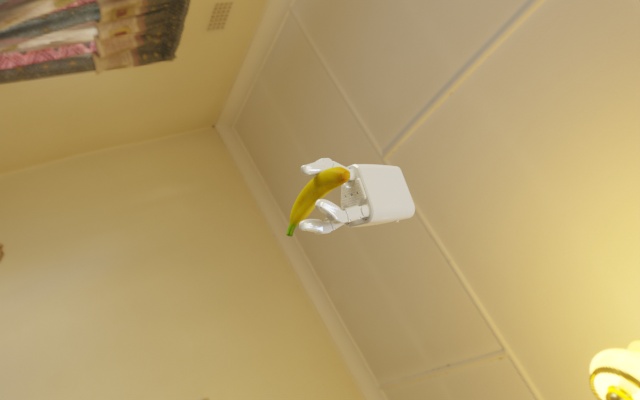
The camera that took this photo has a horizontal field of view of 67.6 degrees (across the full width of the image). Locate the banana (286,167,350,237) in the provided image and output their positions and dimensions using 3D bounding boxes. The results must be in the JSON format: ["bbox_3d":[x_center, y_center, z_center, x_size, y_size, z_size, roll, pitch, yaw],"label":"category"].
[{"bbox_3d":[-0.004,-0.010,0.840,0.037,0.069,0.198,14,-41,-27],"label":"banana"}]
